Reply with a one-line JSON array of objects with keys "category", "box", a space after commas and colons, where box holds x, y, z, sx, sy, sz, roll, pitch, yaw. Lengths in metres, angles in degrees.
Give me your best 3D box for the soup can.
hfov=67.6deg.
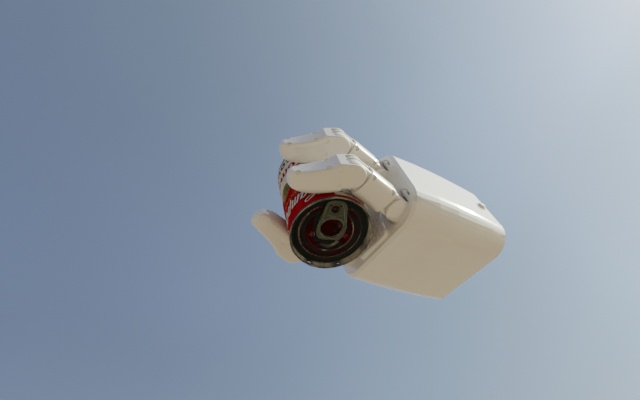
[{"category": "soup can", "box": [0.000, 0.001, 0.420, 0.068, 0.068, 0.102, 0, 31, -12]}]
